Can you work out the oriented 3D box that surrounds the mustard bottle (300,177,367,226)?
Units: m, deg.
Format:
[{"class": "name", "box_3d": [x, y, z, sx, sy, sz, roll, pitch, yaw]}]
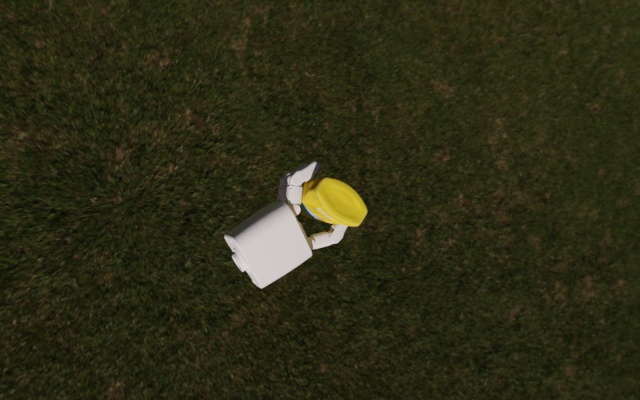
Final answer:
[{"class": "mustard bottle", "box_3d": [0.000, 0.002, 0.830, 0.096, 0.058, 0.191, 37, -13, -18]}]
